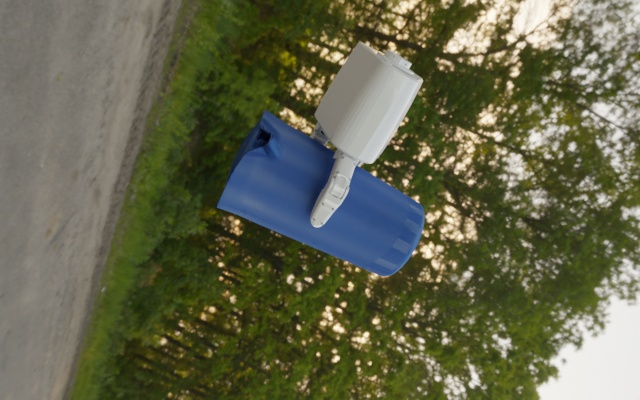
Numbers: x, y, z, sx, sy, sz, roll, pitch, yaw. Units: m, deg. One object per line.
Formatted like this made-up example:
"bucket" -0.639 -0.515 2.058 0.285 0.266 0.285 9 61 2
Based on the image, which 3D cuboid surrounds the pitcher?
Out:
"pitcher" 0.000 0.002 0.613 0.243 0.145 0.149 27 21 -9
